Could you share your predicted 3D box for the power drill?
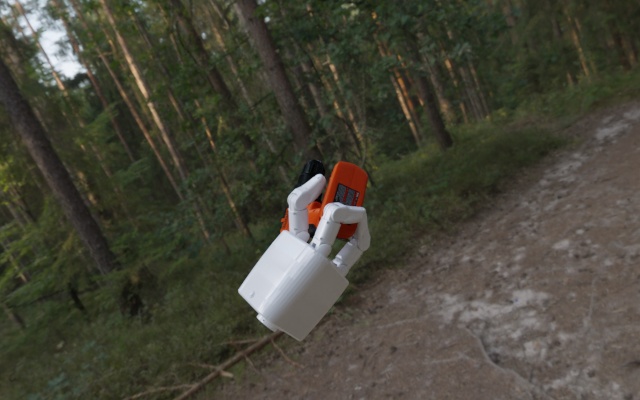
[{"bbox_3d":[0.000,0.003,0.730,0.057,0.184,0.188,21,-20,-19],"label":"power drill"}]
